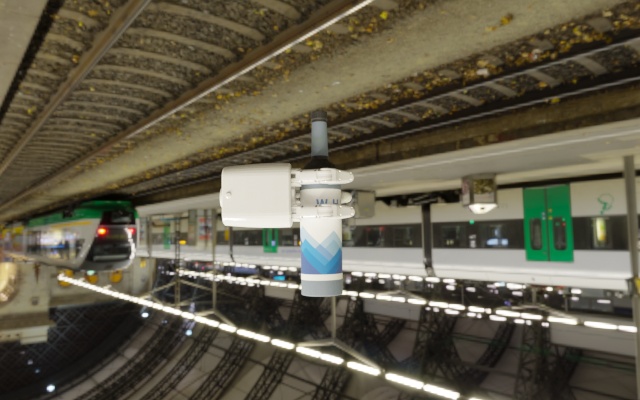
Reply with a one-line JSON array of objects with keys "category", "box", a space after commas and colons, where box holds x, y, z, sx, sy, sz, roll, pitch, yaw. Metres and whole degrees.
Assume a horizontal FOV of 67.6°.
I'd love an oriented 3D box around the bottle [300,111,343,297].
[{"category": "bottle", "box": [0.000, 0.003, 0.773, 0.069, 0.295, 0.069, -1, -4, 0]}]
